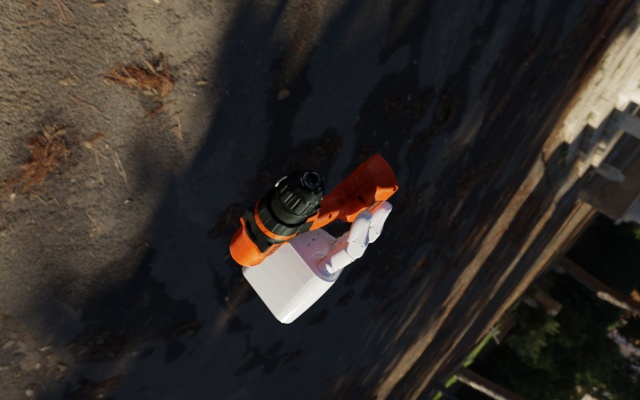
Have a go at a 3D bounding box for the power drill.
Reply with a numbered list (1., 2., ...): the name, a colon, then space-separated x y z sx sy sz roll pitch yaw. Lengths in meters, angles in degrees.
1. power drill: 0.000 0.002 0.547 0.187 0.057 0.184 -19 -14 -38
